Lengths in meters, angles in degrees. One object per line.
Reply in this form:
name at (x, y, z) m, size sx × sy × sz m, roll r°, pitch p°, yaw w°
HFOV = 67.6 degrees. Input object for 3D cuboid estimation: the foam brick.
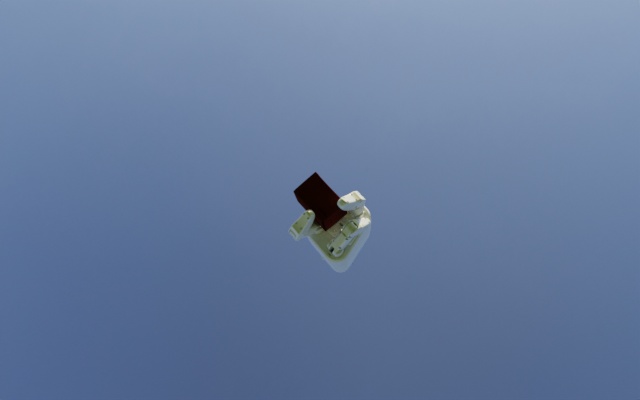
foam brick at (0.000, 0.002, 0.808) m, size 0.053 × 0.078 × 0.051 m, roll -39°, pitch -20°, yaw -8°
